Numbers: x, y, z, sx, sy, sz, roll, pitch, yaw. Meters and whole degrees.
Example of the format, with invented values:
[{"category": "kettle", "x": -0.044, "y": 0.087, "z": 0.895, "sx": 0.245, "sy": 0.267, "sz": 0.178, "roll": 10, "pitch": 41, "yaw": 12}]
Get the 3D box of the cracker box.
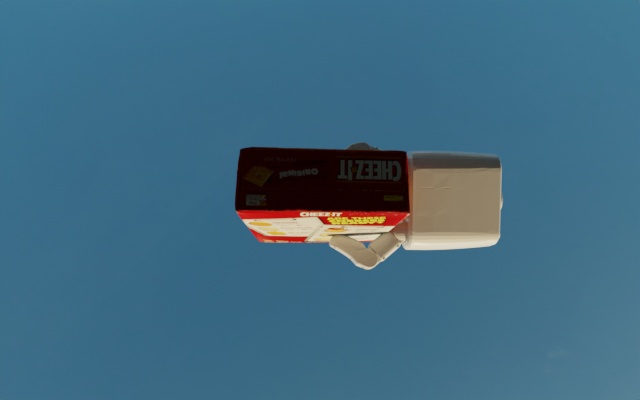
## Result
[{"category": "cracker box", "x": 0.000, "y": 0.002, "z": 0.548, "sx": 0.164, "sy": 0.072, "sz": 0.214, "roll": 0, "pitch": -12, "yaw": -2}]
